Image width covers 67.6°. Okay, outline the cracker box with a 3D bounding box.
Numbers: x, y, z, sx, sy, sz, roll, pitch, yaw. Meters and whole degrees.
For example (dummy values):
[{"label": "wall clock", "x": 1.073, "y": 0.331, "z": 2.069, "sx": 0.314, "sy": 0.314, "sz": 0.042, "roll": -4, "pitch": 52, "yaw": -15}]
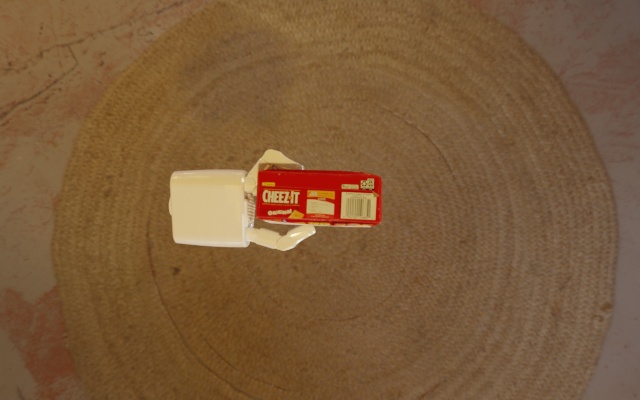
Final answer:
[{"label": "cracker box", "x": 0.000, "y": 0.003, "z": 0.715, "sx": 0.164, "sy": 0.072, "sz": 0.214, "roll": 2, "pitch": -4, "yaw": 1}]
